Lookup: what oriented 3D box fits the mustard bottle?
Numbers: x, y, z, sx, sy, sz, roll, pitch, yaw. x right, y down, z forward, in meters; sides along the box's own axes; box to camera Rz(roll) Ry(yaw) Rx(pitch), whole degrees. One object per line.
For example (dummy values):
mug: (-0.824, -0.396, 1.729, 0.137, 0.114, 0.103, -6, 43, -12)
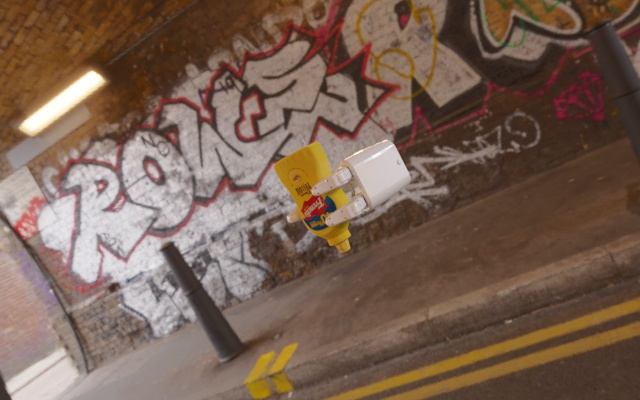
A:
mustard bottle: (0.000, 0.003, 0.821, 0.096, 0.191, 0.058, -25, 5, 38)
